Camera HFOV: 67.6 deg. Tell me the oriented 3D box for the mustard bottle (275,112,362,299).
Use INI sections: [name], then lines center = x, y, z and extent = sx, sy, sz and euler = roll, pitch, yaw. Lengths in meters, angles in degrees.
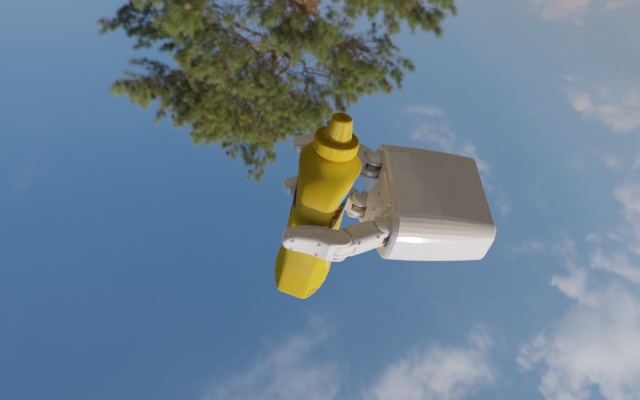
[mustard bottle]
center = 0.000, 0.002, 0.468
extent = 0.058, 0.192, 0.096
euler = 20, 38, 5
